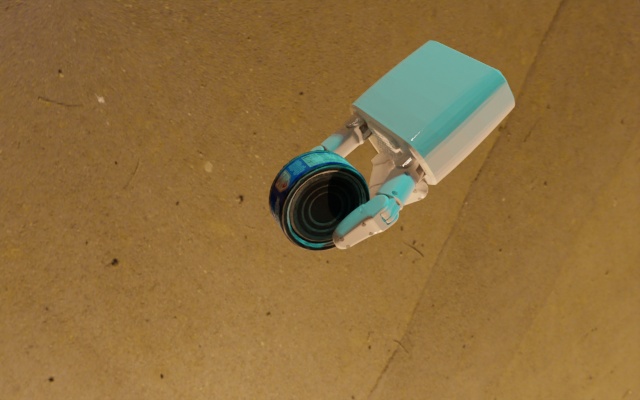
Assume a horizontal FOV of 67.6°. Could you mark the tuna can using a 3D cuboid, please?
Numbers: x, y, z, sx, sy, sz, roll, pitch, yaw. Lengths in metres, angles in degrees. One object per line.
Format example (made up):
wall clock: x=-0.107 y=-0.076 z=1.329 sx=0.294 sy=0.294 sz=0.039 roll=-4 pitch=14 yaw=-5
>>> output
tuna can: x=0.000 y=0.002 z=0.421 sx=0.086 sy=0.086 sz=0.033 roll=0 pitch=26 yaw=-25
